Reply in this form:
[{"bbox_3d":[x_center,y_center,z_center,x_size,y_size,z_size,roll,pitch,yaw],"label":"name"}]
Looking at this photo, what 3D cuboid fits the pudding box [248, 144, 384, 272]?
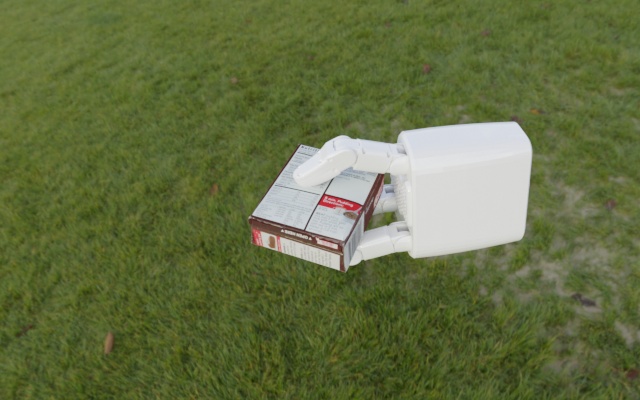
[{"bbox_3d":[0.000,0.001,0.433,0.090,0.039,0.113,14,45,17],"label":"pudding box"}]
